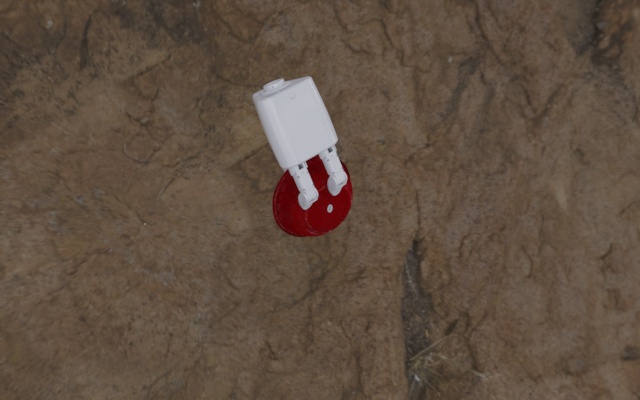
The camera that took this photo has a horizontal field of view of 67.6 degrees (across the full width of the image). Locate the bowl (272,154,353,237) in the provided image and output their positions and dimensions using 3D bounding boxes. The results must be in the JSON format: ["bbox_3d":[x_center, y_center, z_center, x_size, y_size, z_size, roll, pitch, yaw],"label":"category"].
[{"bbox_3d":[0.001,0.004,0.824,0.162,0.162,0.055,0,24,-36],"label":"bowl"}]
